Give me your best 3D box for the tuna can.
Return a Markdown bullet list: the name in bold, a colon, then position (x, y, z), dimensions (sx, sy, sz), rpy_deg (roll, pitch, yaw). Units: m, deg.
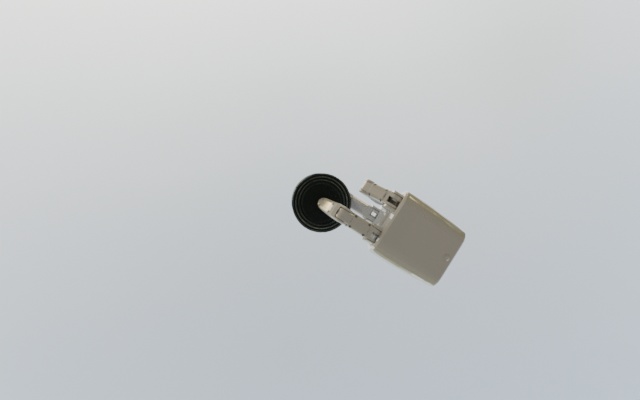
- **tuna can**: position (0.000, 0.002, 0.702), dimensions (0.086, 0.086, 0.034), rpy_deg (0, 5, -7)
